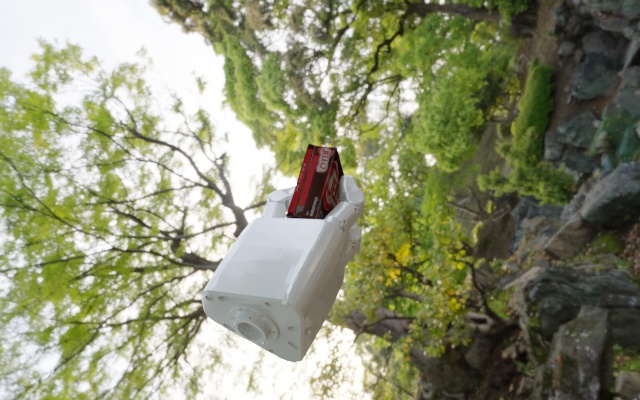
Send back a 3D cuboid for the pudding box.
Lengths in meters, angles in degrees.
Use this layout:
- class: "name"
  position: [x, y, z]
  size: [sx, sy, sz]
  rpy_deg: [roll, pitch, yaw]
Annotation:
- class: "pudding box"
  position: [0.000, 0.002, 0.547]
  size: [0.039, 0.090, 0.113]
  rpy_deg: [12, -21, 13]
